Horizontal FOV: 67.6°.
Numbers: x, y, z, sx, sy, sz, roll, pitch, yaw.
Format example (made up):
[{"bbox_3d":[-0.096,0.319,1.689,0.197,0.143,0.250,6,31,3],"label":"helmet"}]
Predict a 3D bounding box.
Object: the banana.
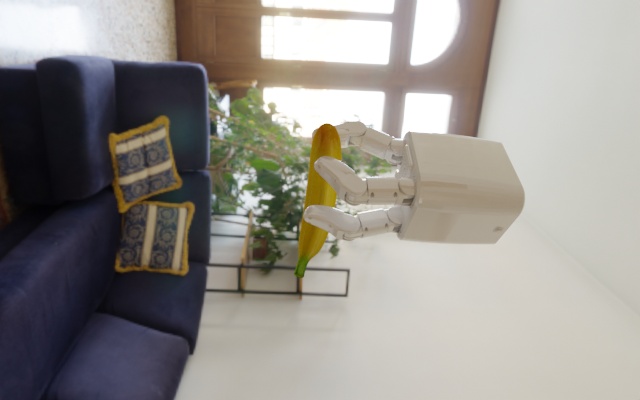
[{"bbox_3d":[0.001,-0.005,0.537,0.037,0.198,0.069,8,32,-1],"label":"banana"}]
